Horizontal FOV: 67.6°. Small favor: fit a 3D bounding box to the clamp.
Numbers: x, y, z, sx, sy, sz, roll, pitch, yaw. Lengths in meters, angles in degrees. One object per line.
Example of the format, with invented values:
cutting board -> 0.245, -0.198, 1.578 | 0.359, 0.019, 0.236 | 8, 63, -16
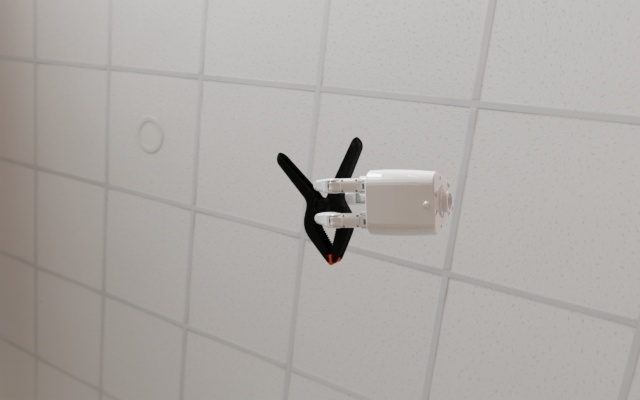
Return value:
clamp -> 0.001, 0.003, 0.809 | 0.164, 0.210, 0.036 | 1, 7, 32
